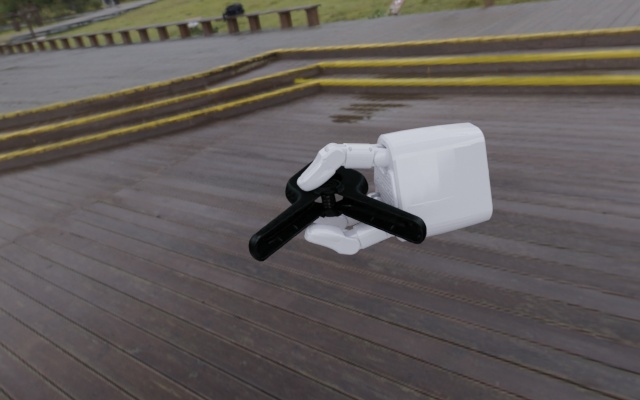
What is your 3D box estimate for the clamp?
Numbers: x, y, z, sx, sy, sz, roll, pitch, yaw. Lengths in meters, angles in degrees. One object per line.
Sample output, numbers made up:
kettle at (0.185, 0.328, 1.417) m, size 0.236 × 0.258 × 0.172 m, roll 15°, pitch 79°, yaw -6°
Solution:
clamp at (0.000, 0.001, 0.516) m, size 0.164 × 0.036 × 0.210 m, roll -8°, pitch 25°, yaw -9°
